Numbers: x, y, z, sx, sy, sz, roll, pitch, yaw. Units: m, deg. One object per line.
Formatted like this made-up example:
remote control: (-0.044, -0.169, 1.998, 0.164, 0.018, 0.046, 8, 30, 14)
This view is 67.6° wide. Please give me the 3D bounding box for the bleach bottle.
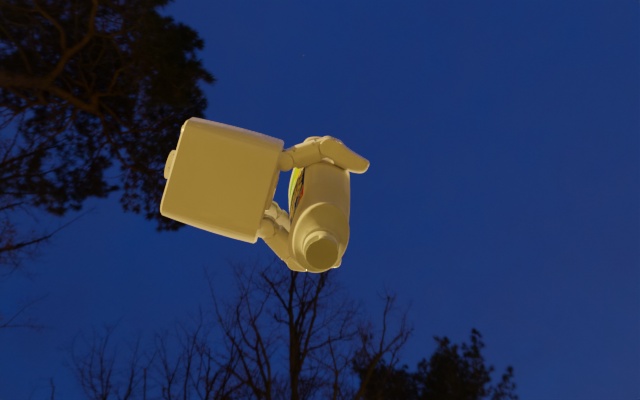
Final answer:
bleach bottle: (0.000, 0.002, 0.520, 0.068, 0.102, 0.250, 17, 16, -7)
